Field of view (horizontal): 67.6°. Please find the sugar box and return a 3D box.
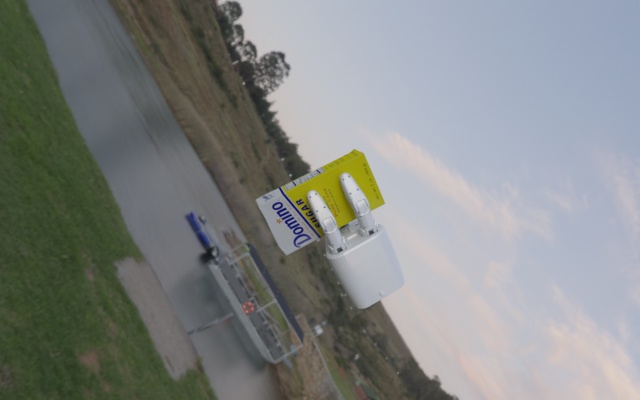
[{"bbox_3d":[0.000,0.003,0.726,0.176,0.093,0.048,-29,20,-7],"label":"sugar box"}]
